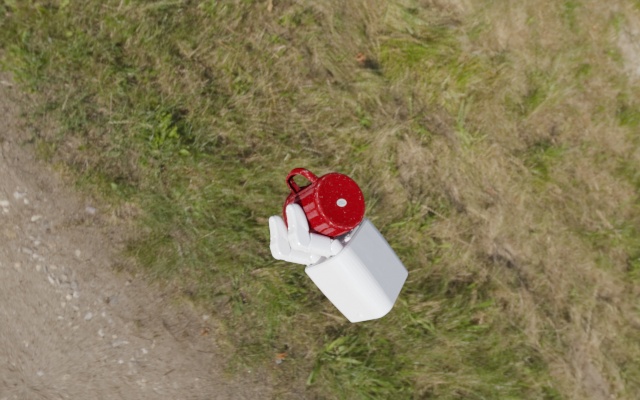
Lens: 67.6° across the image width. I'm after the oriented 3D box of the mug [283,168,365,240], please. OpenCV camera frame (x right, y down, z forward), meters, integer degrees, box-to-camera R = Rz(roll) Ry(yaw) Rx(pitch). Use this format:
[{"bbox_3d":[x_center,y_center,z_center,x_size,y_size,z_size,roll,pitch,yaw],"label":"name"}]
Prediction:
[{"bbox_3d":[-0.001,0.001,0.654,0.093,0.117,0.081,-44,8,-35],"label":"mug"}]
